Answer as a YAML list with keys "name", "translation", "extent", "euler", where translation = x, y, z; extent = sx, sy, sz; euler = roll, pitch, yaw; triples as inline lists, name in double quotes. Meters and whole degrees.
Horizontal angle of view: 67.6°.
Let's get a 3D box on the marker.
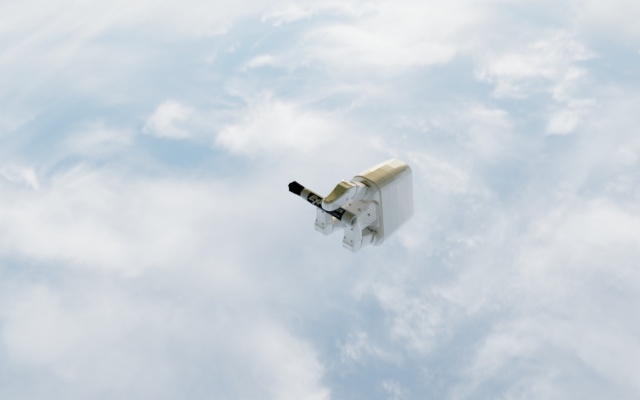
- name: "marker"
  translation: [0.000, 0.002, 0.688]
  extent: [0.121, 0.020, 0.020]
  euler: [29, 15, 29]
